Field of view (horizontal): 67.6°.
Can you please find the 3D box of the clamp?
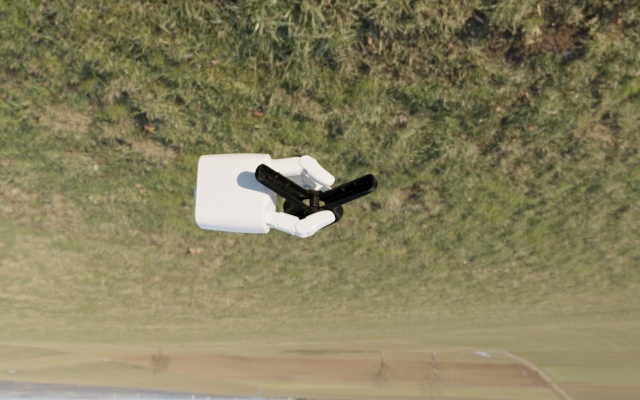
[{"bbox_3d":[0.000,0.003,0.718,0.164,0.036,0.210,4,-22,6],"label":"clamp"}]
